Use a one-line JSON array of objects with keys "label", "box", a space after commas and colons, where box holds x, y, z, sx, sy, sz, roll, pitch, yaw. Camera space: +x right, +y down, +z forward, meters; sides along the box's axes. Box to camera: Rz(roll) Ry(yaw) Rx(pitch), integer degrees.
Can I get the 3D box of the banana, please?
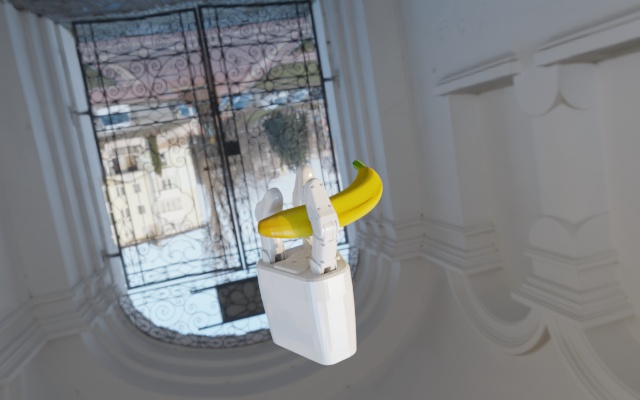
[{"label": "banana", "box": [0.017, 0.003, 0.539, 0.069, 0.037, 0.197, 11, 28, 35]}]
